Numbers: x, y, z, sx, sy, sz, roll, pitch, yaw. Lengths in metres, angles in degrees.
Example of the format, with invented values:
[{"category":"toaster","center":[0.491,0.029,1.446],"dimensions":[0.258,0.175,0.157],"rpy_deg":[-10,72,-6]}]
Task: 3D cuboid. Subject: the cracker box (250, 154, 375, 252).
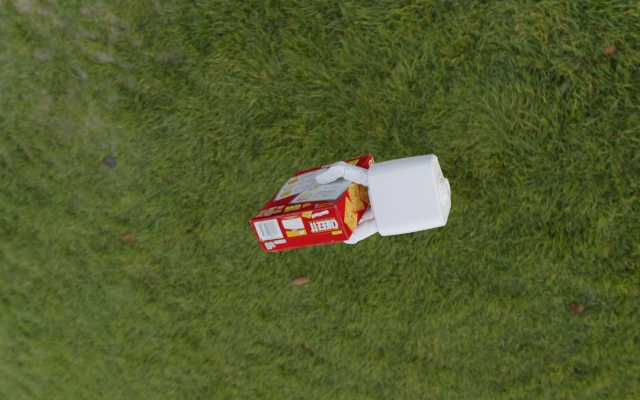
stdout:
[{"category":"cracker box","center":[0.000,0.003,0.845],"dimensions":[0.164,0.072,0.213],"rpy_deg":[-11,21,27]}]
